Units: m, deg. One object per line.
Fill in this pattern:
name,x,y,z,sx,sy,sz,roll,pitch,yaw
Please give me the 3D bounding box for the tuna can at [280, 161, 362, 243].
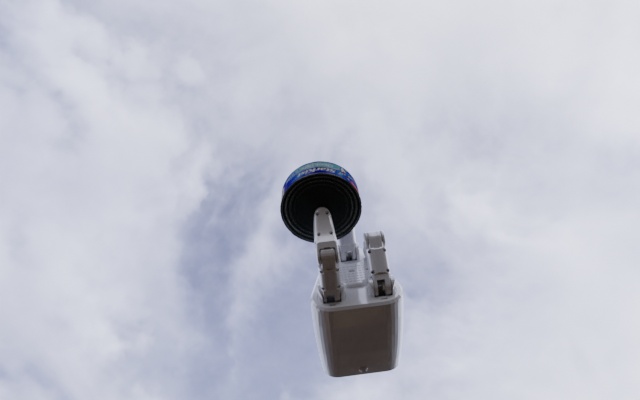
tuna can,0.000,0.001,0.514,0.086,0.086,0.033,0,30,-3
